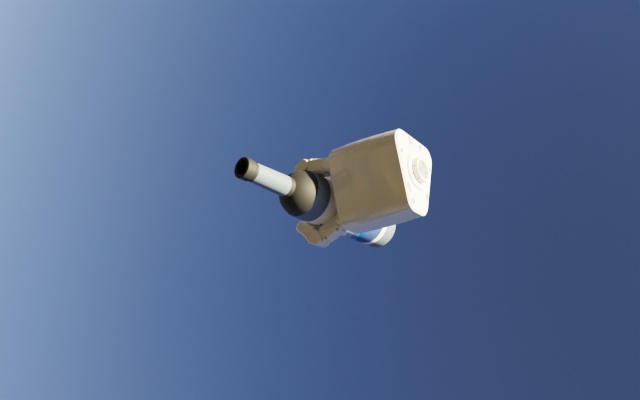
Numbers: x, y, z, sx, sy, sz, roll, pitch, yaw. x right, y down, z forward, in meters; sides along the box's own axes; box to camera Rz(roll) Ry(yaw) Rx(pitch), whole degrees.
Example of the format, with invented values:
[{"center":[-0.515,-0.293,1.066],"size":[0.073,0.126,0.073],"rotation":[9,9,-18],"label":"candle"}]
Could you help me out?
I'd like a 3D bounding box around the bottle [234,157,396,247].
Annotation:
[{"center":[0.000,0.002,0.673],"size":[0.069,0.069,0.296],"rotation":[0,-17,42],"label":"bottle"}]
